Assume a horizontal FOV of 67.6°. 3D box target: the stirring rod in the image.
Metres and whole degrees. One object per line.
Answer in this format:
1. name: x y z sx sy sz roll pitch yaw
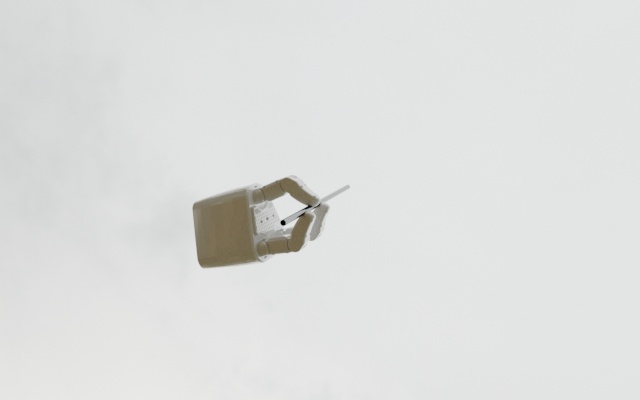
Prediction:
1. stirring rod: 0.000 0.002 0.687 0.011 0.011 0.239 0 12 23
